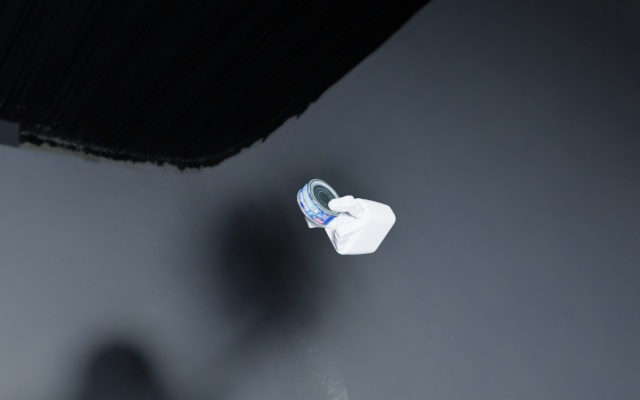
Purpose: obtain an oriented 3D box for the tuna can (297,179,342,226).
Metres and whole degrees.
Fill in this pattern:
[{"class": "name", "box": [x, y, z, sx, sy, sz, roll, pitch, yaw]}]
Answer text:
[{"class": "tuna can", "box": [0.000, 0.003, 0.894, 0.034, 0.086, 0.086, -42, -25, 31]}]
